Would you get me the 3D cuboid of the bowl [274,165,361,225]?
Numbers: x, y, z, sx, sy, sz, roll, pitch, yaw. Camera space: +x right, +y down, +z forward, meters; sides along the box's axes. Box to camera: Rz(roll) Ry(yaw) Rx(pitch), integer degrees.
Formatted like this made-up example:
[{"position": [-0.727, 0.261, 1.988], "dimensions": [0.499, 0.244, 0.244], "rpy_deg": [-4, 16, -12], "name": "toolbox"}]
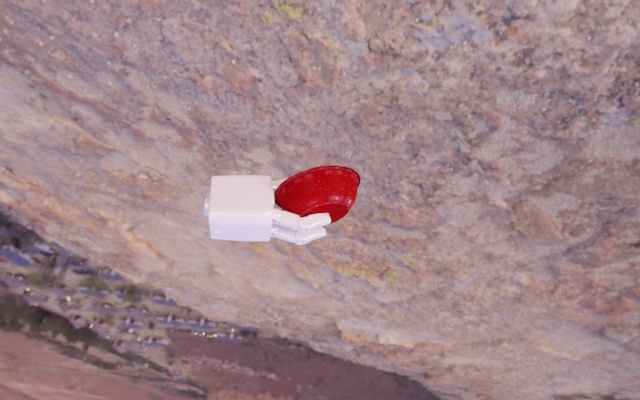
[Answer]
[{"position": [0.002, 0.003, 0.850], "dimensions": [0.162, 0.055, 0.162], "rpy_deg": [-12, -26, -6], "name": "bowl"}]
